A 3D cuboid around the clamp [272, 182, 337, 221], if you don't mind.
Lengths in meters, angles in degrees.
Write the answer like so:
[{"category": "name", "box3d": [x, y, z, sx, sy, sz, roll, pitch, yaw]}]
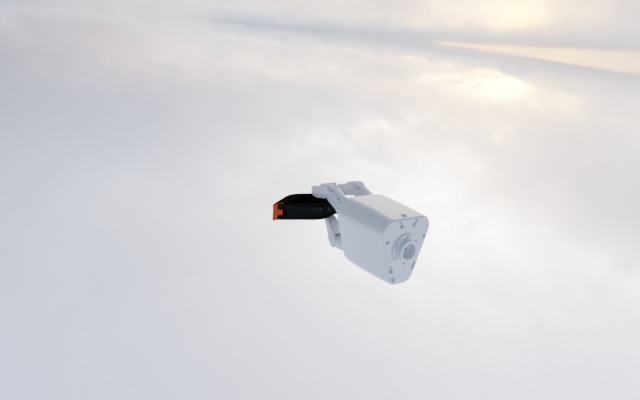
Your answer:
[{"category": "clamp", "box3d": [0.000, 0.004, 0.839, 0.210, 0.036, 0.164, -7, 18, -33]}]
